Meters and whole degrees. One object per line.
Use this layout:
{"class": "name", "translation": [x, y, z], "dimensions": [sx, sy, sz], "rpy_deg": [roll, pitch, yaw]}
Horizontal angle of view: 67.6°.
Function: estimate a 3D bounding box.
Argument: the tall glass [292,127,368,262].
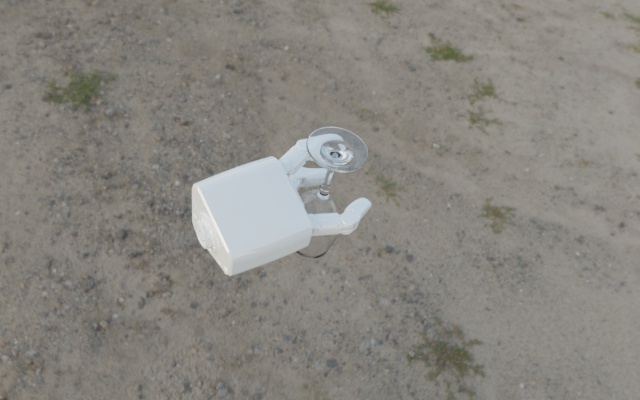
{"class": "tall glass", "translation": [0.000, 0.002, 0.632], "dimensions": [0.079, 0.079, 0.201], "rpy_deg": [0, -39, -14]}
